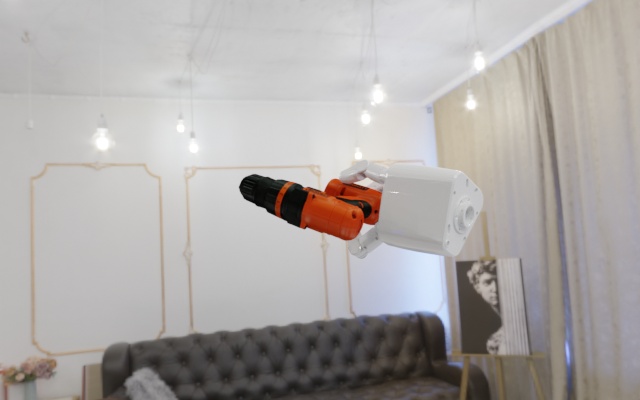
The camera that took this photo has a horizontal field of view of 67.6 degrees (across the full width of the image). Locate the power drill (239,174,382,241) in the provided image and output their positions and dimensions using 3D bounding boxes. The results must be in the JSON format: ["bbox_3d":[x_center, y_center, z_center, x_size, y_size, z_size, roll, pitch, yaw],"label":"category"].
[{"bbox_3d":[0.001,0.002,0.689,0.184,0.057,0.187,21,14,24],"label":"power drill"}]
